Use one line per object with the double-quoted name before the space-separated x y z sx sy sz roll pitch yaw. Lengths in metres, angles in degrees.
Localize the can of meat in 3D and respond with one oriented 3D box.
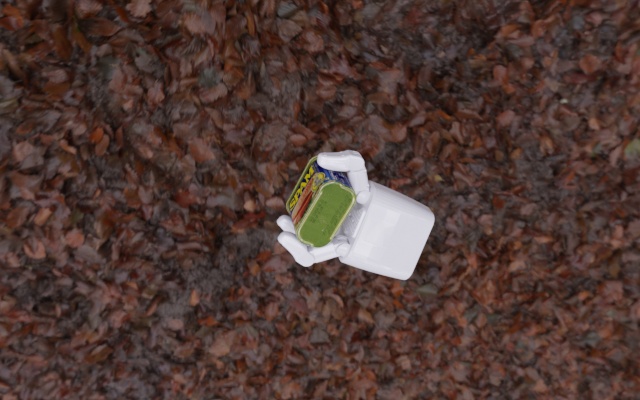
"can of meat" 0.000 0.002 0.642 0.057 0.102 0.084 23 21 -21
